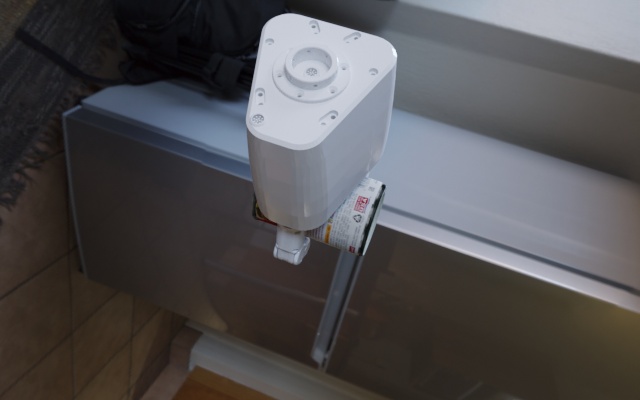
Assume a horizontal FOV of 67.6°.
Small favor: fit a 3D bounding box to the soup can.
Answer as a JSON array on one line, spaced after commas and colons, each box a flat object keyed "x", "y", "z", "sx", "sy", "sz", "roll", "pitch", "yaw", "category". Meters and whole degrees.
[{"x": 0.000, "y": 0.002, "z": 0.421, "sx": 0.102, "sy": 0.068, "sz": 0.068, "roll": 19, "pitch": 3, "yaw": 10, "category": "soup can"}]
